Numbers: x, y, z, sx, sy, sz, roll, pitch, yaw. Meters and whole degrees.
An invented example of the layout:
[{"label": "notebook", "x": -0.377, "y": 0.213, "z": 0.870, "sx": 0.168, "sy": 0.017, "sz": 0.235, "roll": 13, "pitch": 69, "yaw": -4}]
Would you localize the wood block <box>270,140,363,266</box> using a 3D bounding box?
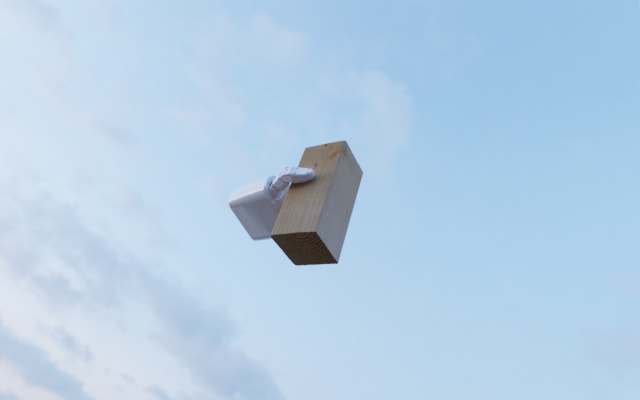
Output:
[{"label": "wood block", "x": 0.000, "y": 0.002, "z": 0.838, "sx": 0.090, "sy": 0.206, "sz": 0.091, "roll": -7, "pitch": -43, "yaw": 30}]
